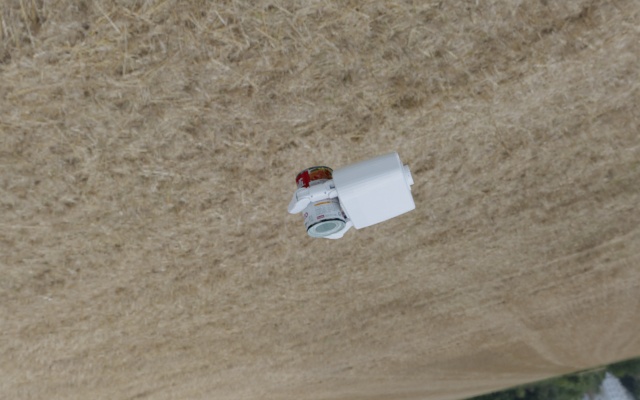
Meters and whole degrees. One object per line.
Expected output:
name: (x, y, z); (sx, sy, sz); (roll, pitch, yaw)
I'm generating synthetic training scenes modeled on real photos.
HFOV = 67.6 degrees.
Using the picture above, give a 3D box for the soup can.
soup can: (0.000, 0.003, 0.801); (0.068, 0.102, 0.068); (-10, -26, -5)
